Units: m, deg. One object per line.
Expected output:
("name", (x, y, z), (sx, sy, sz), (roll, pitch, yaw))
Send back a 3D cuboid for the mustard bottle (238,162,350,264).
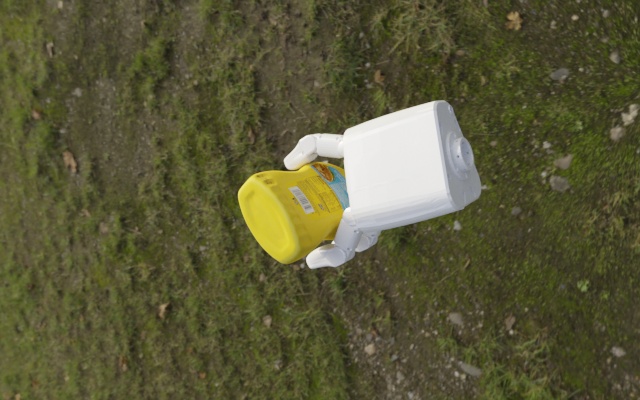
("mustard bottle", (0.000, 0.002, 0.551), (0.058, 0.096, 0.191), (-45, -15, 34))
